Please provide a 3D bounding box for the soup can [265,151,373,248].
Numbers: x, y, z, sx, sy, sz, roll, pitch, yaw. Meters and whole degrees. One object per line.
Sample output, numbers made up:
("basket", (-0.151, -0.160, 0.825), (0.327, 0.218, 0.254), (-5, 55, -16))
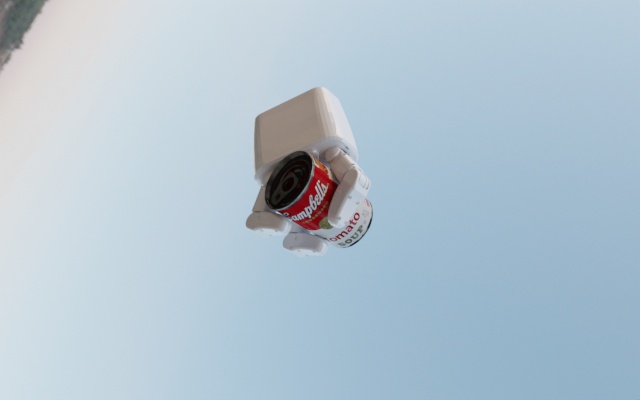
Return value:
("soup can", (0.000, 0.002, 0.511), (0.068, 0.068, 0.102), (0, -27, 47))
